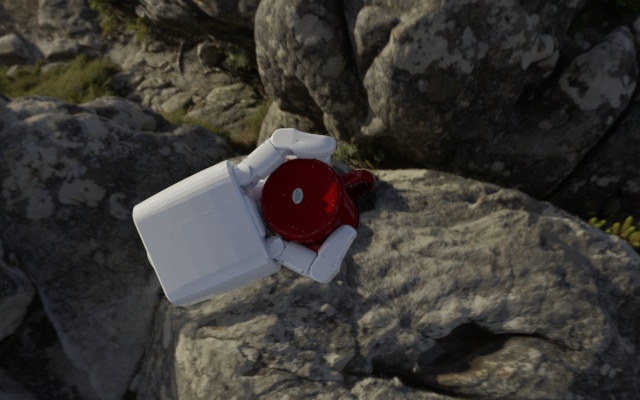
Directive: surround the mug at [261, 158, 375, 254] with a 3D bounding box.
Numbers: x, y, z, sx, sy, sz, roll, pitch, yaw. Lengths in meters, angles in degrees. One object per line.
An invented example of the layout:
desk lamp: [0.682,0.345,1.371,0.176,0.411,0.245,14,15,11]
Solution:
mug: [0.001,0.001,0.481,0.117,0.093,0.081,-23,-18,5]
